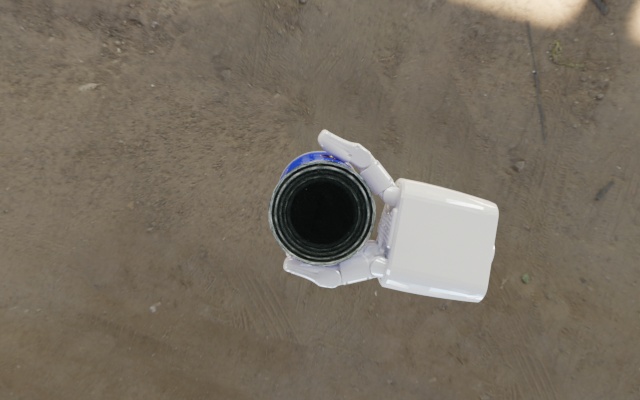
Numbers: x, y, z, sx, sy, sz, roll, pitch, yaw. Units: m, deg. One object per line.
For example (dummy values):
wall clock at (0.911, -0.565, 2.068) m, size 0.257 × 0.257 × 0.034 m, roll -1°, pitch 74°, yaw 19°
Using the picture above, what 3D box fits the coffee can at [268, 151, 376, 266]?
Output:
coffee can at (0.000, 0.002, 0.519) m, size 0.103 × 0.103 × 0.140 m, roll 0°, pitch 9°, yaw -1°
